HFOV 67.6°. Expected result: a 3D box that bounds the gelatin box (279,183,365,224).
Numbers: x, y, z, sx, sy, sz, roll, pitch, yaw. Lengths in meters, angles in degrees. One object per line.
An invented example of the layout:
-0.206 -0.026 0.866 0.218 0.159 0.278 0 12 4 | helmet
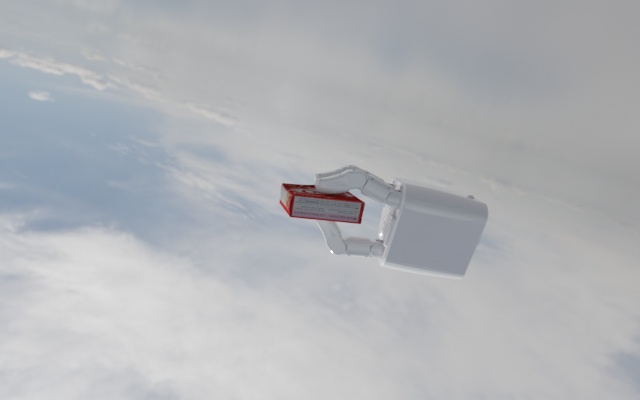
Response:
0.000 0.002 0.578 0.089 0.030 0.073 5 11 -15 | gelatin box
